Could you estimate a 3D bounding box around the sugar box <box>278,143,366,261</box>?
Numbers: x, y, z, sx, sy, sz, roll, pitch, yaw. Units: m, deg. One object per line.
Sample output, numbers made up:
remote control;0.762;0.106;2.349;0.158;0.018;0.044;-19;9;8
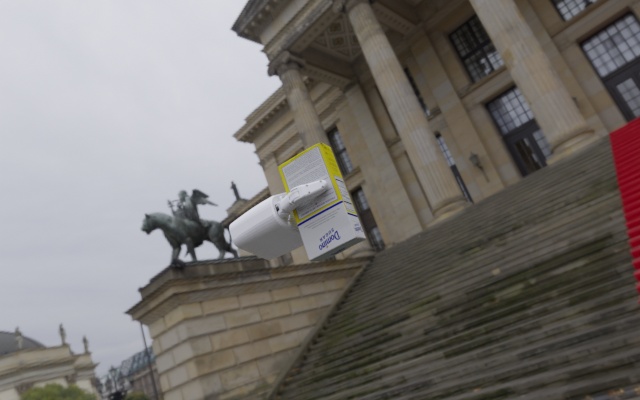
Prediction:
sugar box;0.000;0.003;0.787;0.093;0.176;0.048;-28;-19;23
